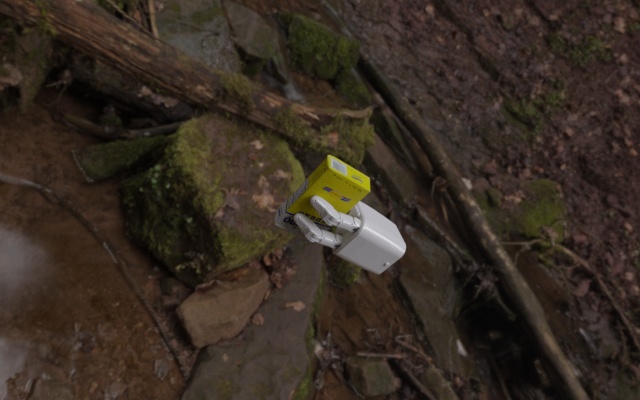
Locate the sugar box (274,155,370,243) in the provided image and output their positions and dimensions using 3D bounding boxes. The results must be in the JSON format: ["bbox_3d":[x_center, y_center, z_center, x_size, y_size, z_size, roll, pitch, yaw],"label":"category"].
[{"bbox_3d":[0.000,0.003,0.876,0.093,0.048,0.176,29,-55,-21],"label":"sugar box"}]
